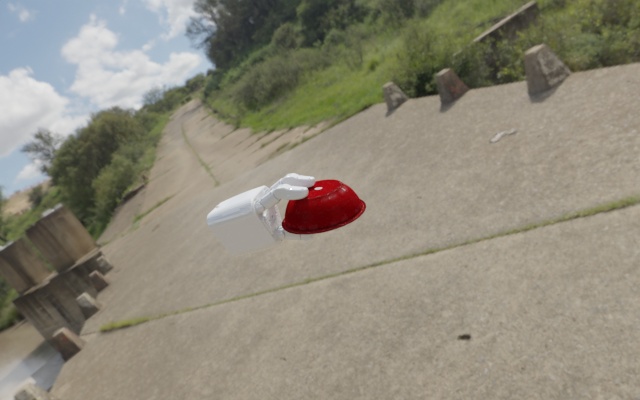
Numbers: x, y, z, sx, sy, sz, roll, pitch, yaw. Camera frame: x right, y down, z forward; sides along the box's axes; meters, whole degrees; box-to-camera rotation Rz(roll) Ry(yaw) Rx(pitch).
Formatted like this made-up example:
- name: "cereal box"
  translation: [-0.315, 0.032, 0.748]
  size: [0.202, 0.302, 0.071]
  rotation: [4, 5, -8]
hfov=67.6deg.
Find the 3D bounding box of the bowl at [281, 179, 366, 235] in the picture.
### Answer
- name: "bowl"
  translation: [0.001, 0.002, 0.879]
  size: [0.162, 0.055, 0.162]
  rotation: [-12, 20, 4]
